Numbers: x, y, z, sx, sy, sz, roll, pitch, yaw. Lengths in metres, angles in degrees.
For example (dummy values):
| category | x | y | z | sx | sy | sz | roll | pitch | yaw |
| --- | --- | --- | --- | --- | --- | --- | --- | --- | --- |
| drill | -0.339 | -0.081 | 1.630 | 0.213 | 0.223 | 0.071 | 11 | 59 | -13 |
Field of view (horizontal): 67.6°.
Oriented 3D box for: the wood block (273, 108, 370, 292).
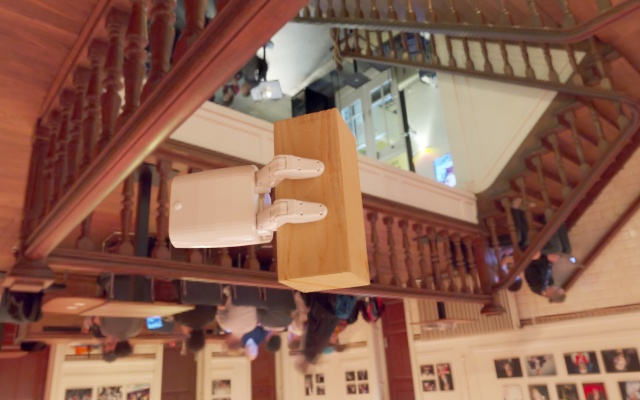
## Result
| category | x | y | z | sx | sy | sz | roll | pitch | yaw |
| --- | --- | --- | --- | --- | --- | --- | --- | --- | --- |
| wood block | 0.000 | 0.002 | 0.602 | 0.090 | 0.206 | 0.091 | -10 | -22 | 16 |
